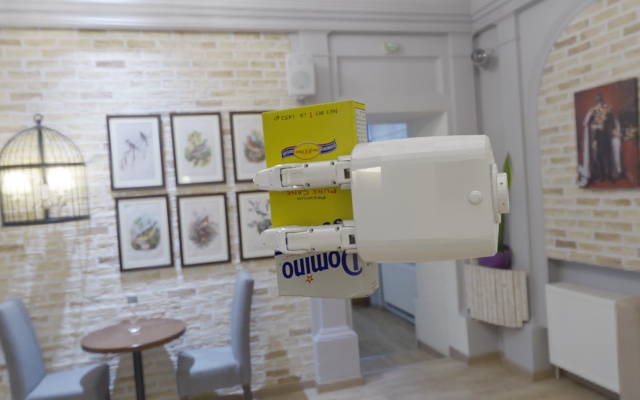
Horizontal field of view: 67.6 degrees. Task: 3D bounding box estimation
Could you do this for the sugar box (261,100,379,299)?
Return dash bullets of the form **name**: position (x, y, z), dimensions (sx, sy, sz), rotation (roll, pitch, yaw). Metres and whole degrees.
- **sugar box**: position (0.000, 0.001, 0.448), dimensions (0.093, 0.176, 0.048), rotation (-4, 2, 23)
